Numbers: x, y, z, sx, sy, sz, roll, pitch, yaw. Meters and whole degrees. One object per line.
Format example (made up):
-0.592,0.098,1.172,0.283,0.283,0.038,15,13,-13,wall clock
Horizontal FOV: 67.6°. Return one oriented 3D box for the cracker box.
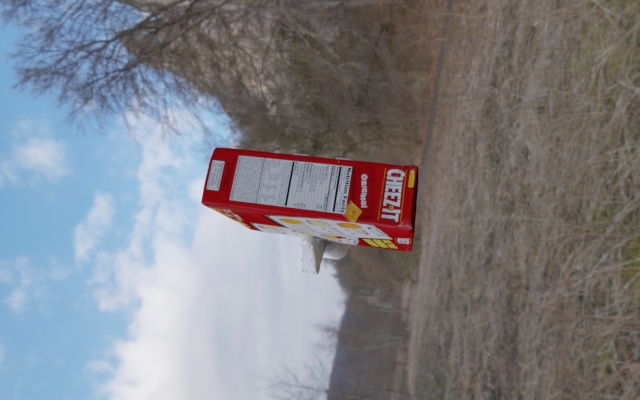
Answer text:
0.000,0.002,0.540,0.213,0.072,0.164,6,-12,12,cracker box
